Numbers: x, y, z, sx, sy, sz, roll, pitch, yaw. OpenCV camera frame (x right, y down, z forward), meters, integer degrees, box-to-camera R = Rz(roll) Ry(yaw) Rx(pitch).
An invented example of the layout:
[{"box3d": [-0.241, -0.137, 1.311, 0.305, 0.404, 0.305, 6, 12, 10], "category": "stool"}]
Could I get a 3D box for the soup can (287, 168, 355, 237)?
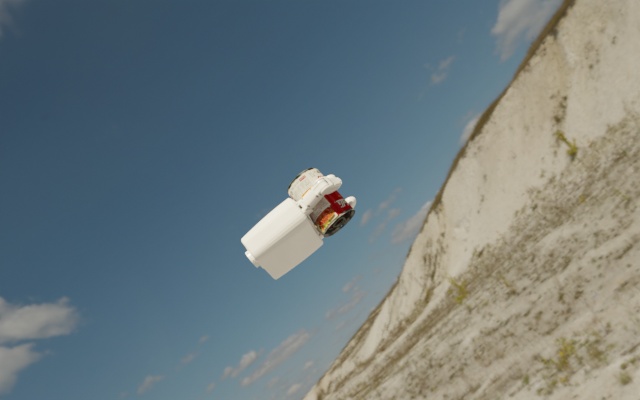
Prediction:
[{"box3d": [0.000, 0.002, 0.807, 0.068, 0.102, 0.068, -37, -18, -14], "category": "soup can"}]
